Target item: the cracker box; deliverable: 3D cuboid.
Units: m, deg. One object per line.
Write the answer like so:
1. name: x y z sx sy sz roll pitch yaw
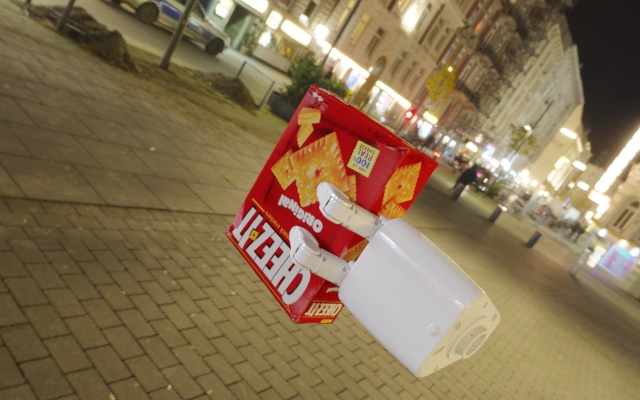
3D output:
1. cracker box: 0.000 0.002 0.530 0.072 0.214 0.164 16 21 -48
